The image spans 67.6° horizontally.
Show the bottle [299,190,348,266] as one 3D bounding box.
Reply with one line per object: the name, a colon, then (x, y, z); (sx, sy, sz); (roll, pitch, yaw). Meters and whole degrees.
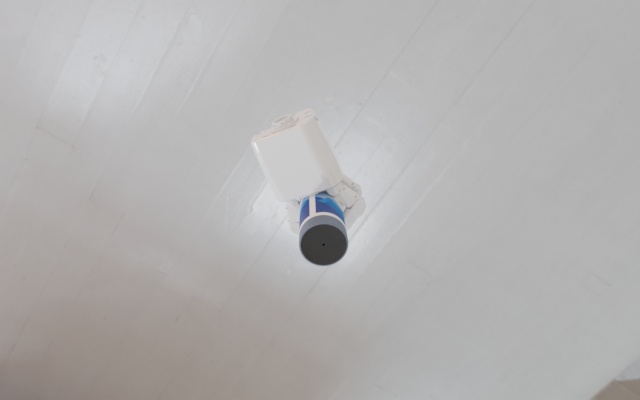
bottle: (0.000, 0.003, 0.772); (0.069, 0.069, 0.295); (0, 23, -2)
